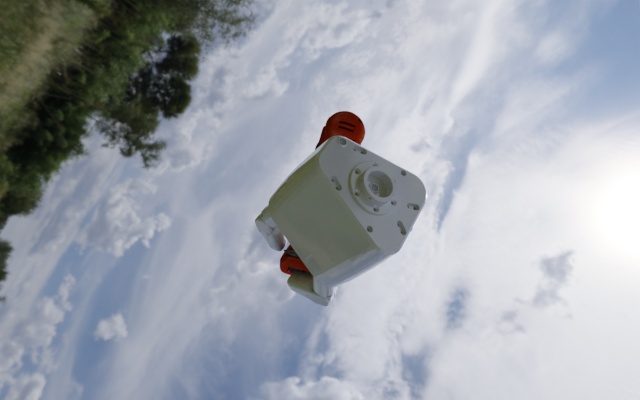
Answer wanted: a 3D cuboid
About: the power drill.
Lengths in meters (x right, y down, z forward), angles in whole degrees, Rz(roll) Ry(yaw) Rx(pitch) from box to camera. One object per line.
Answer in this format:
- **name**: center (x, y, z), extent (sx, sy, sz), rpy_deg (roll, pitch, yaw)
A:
- **power drill**: center (0.000, 0.002, 0.588), extent (0.057, 0.187, 0.184), rpy_deg (15, -14, -1)
